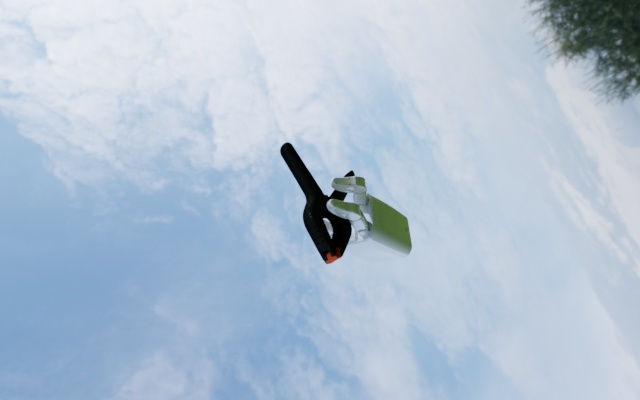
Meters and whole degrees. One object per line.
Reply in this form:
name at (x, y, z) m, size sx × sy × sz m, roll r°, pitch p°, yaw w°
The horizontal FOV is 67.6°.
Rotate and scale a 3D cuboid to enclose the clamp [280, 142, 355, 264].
clamp at (0.000, 0.004, 0.792) m, size 0.164 × 0.209 × 0.036 m, roll 25°, pitch -44°, yaw -31°
